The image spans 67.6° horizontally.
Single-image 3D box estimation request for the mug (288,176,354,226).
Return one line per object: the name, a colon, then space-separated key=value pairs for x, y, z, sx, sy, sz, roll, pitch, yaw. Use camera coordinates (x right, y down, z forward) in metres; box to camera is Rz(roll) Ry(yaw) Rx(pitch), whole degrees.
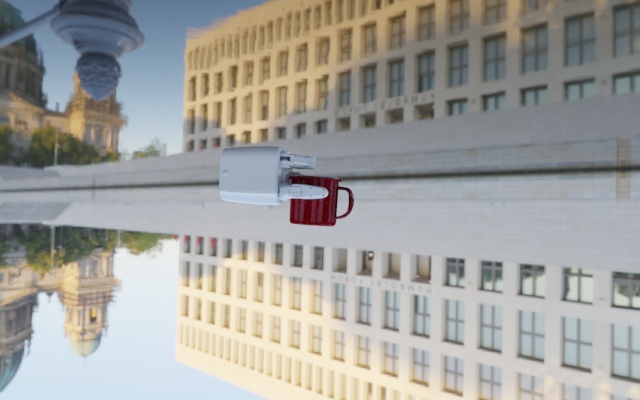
mug: x=0.002 y=0.003 z=0.823 sx=0.117 sy=0.081 sz=0.093 roll=3 pitch=-2 yaw=14
